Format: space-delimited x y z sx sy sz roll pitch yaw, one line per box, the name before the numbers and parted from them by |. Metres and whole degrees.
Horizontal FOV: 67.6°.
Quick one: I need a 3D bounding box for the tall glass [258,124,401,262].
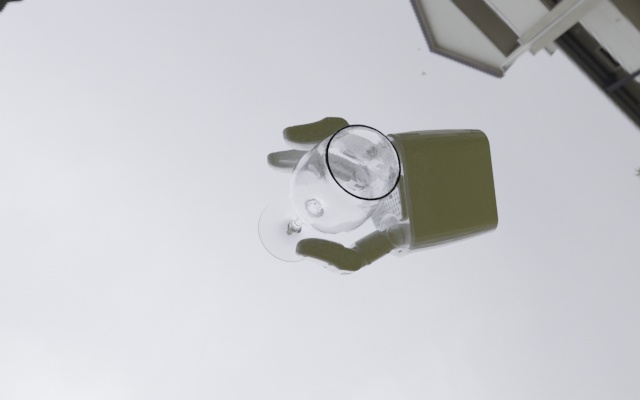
tall glass | 0.000 0.002 0.443 0.079 0.079 0.201 0 -18 -20
